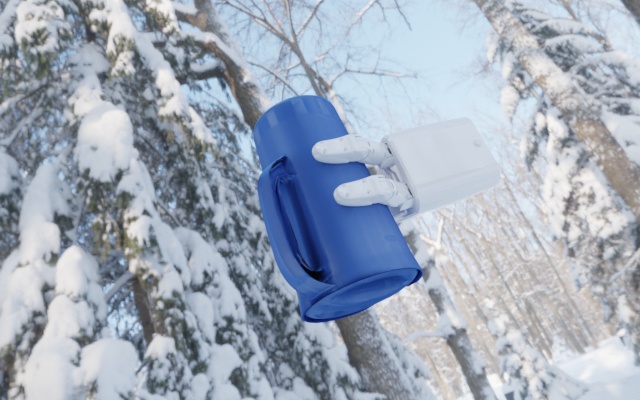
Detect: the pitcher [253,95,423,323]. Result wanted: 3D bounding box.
[{"bbox_3d":[0.000,0.002,0.530,0.145,0.242,0.149,-17,-26,-11],"label":"pitcher"}]
